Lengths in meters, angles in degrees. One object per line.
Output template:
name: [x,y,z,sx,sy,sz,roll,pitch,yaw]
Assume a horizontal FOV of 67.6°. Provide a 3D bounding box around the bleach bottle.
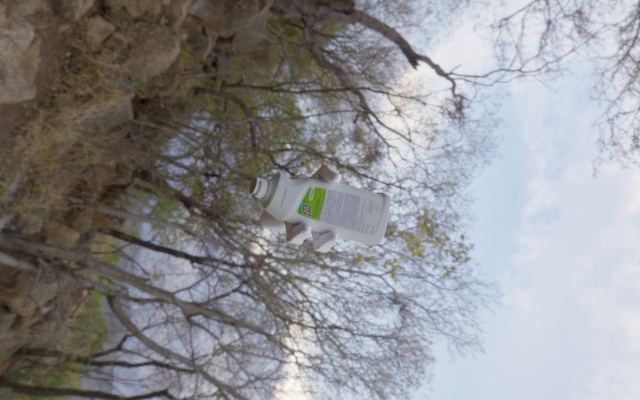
bleach bottle: [0.000,0.003,0.827,0.251,0.102,0.068,18,-13,-26]
